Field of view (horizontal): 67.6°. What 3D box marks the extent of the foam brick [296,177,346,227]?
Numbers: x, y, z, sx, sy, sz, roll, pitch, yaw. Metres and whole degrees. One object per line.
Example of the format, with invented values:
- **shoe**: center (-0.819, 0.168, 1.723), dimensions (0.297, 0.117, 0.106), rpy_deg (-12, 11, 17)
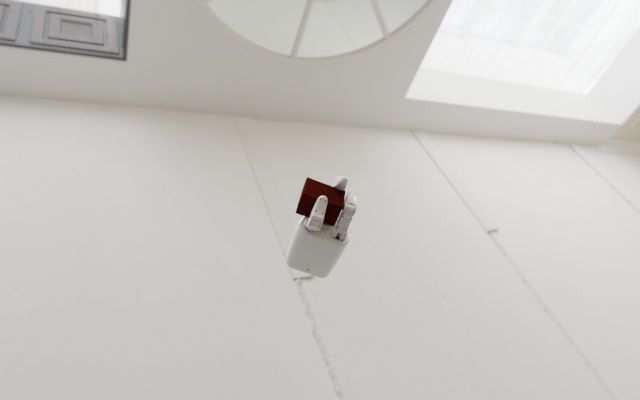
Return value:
- **foam brick**: center (0.000, 0.003, 0.875), dimensions (0.078, 0.051, 0.053), rpy_deg (20, 37, -6)
